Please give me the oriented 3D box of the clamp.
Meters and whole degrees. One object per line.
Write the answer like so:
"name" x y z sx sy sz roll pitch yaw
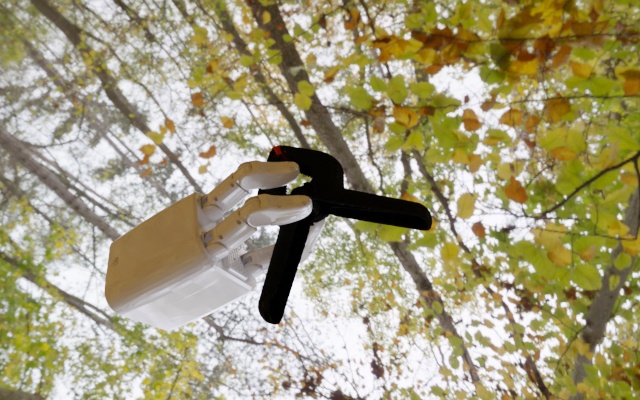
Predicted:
"clamp" 0.000 0.002 0.462 0.164 0.036 0.209 -27 41 4
